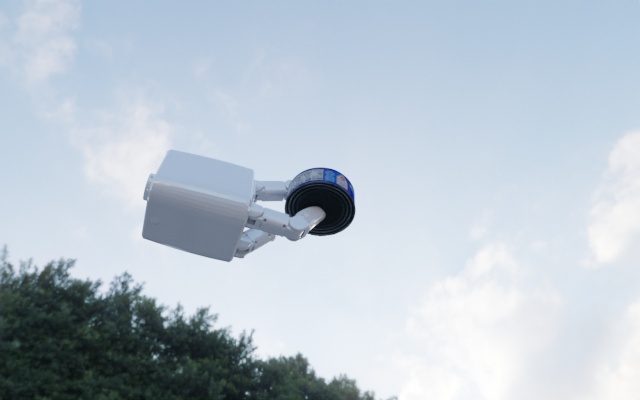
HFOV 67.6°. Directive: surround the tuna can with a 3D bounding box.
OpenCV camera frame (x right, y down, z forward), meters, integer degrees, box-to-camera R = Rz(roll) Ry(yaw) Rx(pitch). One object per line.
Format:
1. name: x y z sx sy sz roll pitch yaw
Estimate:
1. tuna can: 0.000 0.002 0.586 0.086 0.086 0.033 0 39 3
